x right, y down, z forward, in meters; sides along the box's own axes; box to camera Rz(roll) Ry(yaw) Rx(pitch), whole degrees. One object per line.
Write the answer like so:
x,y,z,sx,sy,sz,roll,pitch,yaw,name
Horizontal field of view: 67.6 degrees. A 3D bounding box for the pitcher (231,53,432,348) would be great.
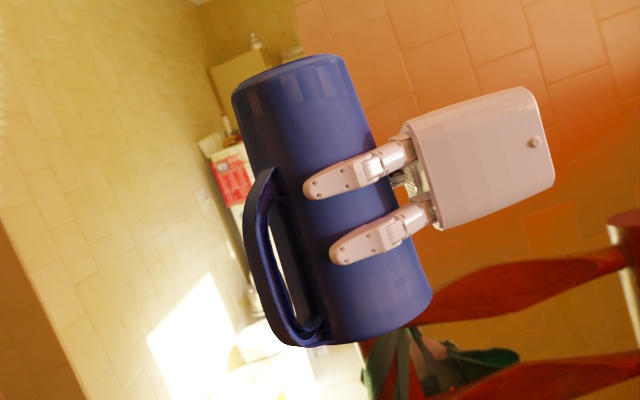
0.000,0.001,0.436,0.145,0.243,0.149,-19,8,0,pitcher
